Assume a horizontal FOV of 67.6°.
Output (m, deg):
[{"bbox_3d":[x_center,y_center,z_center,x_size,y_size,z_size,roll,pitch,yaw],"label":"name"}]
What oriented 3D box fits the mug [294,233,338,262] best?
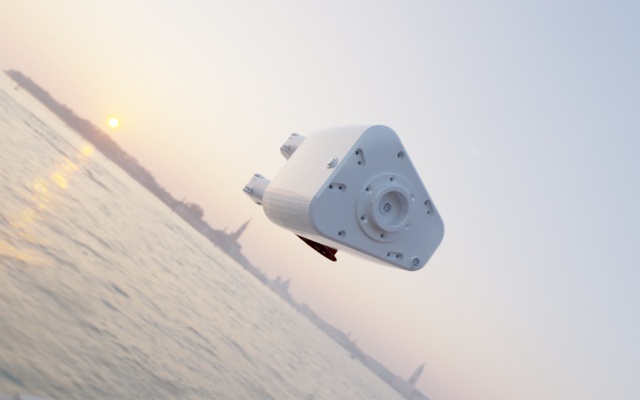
[{"bbox_3d":[0.000,0.001,0.504,0.093,0.081,0.117,44,-11,-21],"label":"mug"}]
